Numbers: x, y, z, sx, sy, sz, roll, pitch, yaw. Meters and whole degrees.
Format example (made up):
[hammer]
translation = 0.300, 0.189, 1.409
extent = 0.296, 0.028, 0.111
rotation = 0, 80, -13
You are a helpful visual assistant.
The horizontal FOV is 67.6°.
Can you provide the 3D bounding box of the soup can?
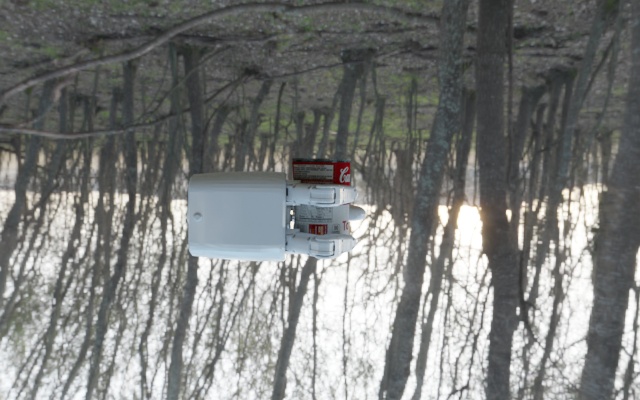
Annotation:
[soup can]
translation = 0.001, 0.002, 0.557
extent = 0.068, 0.102, 0.068
rotation = 1, 5, 0
